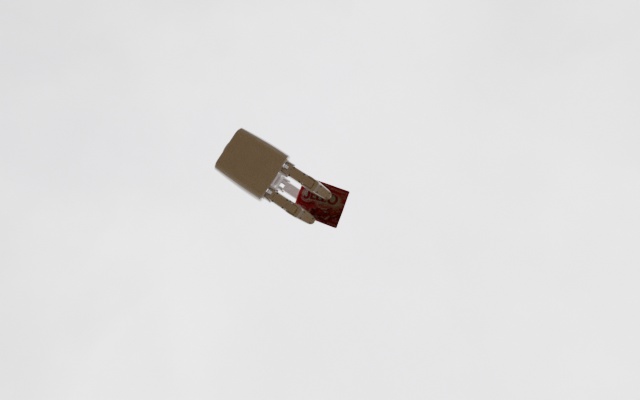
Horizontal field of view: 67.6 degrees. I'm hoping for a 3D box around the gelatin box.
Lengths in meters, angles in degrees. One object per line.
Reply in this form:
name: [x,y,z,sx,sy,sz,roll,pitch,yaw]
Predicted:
gelatin box: [0.000,0.003,0.882,0.089,0.073,0.030,20,-2,-2]
